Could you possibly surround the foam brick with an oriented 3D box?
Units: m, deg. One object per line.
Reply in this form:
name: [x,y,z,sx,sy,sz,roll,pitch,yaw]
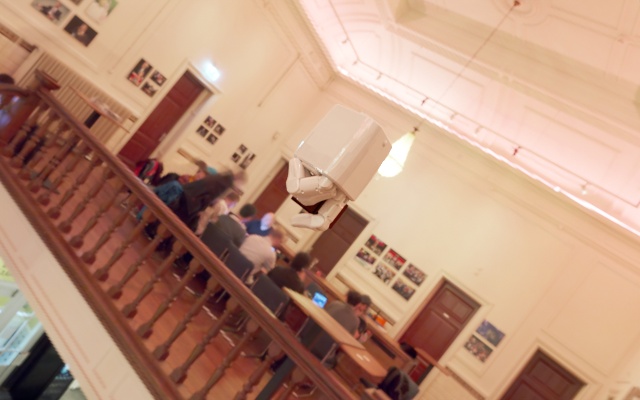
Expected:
foam brick: [0.000,0.003,0.769,0.053,0.051,0.078,36,-3,30]
